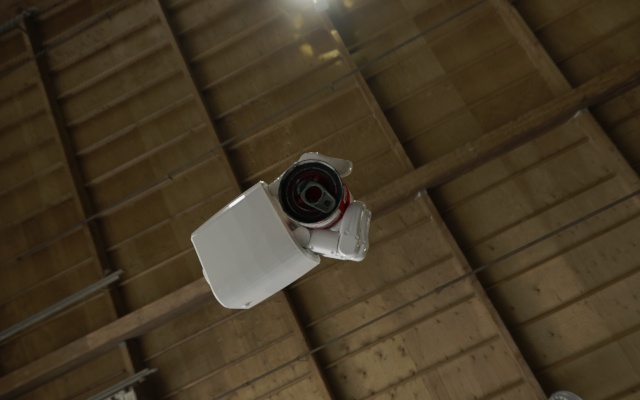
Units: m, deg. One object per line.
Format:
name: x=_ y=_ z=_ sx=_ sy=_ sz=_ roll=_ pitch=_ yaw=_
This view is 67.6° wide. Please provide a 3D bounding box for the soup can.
soup can: x=0.000 y=0.001 z=0.528 sx=0.068 sy=0.068 sz=0.102 roll=0 pitch=-13 yaw=12
